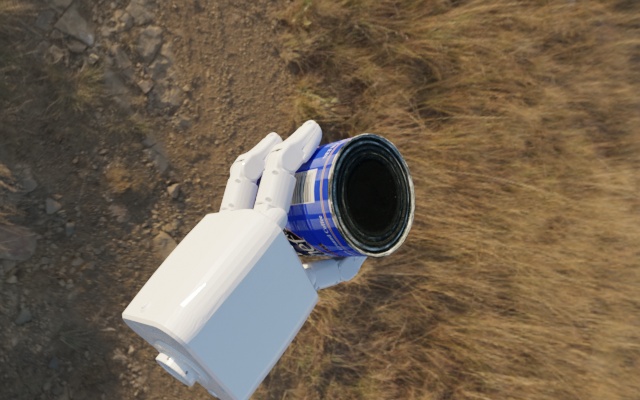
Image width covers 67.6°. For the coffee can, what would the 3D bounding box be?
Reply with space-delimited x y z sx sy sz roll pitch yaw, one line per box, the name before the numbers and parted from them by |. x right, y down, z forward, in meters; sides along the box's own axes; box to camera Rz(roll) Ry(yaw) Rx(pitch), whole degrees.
coffee can | 0.000 0.001 0.442 0.103 0.103 0.140 0 -5 -41
